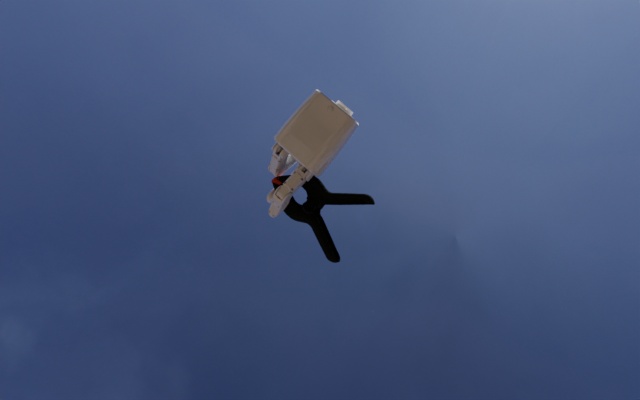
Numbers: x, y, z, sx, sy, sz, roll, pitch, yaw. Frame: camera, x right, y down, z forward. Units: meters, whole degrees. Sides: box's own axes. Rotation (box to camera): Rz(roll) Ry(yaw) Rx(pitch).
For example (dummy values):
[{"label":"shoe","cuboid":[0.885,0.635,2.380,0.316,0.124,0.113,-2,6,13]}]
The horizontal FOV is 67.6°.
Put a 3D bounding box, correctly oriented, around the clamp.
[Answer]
[{"label":"clamp","cuboid":[0.000,0.003,0.765,0.171,0.120,0.039,42,7,14]}]
